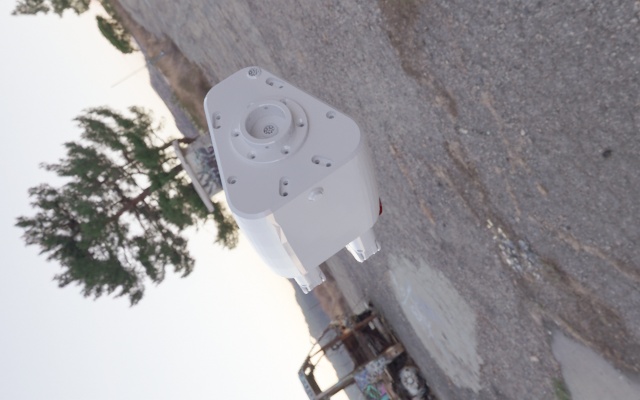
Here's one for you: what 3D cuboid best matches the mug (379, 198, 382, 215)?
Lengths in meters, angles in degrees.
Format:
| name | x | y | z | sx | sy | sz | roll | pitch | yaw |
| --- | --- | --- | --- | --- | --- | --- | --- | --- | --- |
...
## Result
| name | x | y | z | sx | sy | sz | roll | pitch | yaw |
| --- | --- | --- | --- | --- | --- | --- | --- | --- | --- |
| mug | 0.000 | 0.002 | 0.458 | 0.081 | 0.093 | 0.117 | -33 | -28 | -7 |
